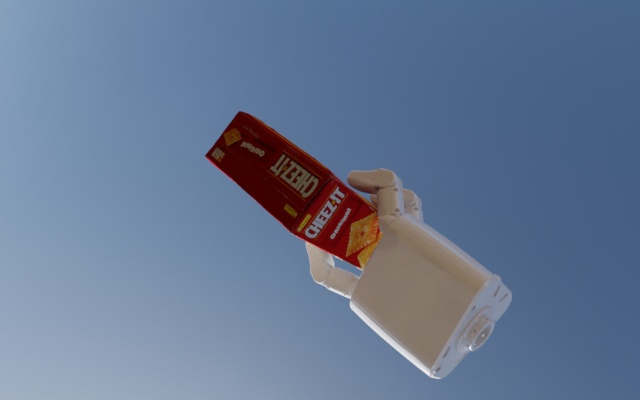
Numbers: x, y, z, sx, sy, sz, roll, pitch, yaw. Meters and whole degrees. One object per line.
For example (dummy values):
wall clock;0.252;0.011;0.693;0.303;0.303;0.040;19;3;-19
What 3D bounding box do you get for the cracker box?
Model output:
cracker box;0.000;0.002;0.538;0.164;0.072;0.214;37;1;39
